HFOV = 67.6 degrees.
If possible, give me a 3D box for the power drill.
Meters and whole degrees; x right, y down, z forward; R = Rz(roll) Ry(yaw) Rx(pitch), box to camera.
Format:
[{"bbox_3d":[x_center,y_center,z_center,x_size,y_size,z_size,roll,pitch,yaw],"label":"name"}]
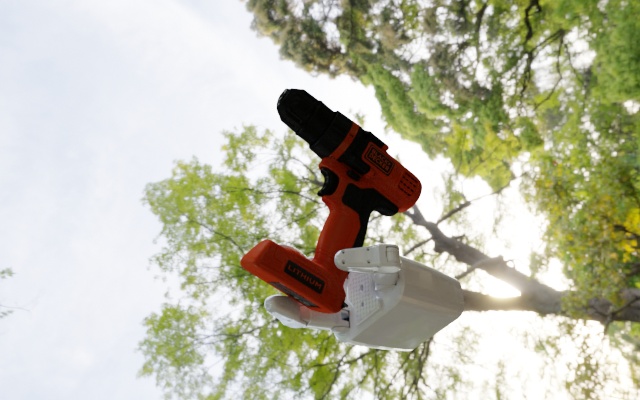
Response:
[{"bbox_3d":[0.000,0.002,0.477,0.184,0.187,0.057,35,-20,-14],"label":"power drill"}]
